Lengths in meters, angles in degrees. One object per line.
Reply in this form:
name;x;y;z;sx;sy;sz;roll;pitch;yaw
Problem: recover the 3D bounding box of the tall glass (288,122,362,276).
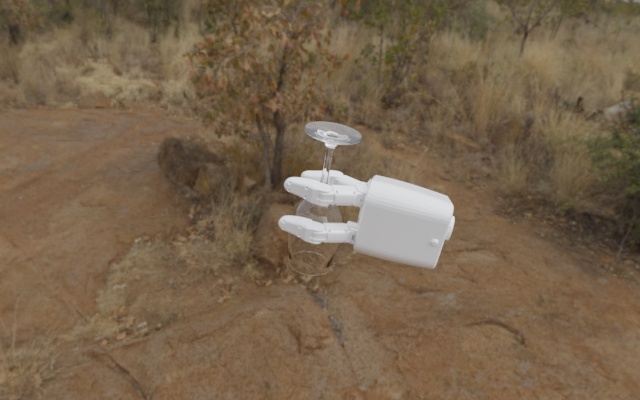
tall glass;0.000;0.001;0.640;0.079;0.201;0.079;9;27;-4
